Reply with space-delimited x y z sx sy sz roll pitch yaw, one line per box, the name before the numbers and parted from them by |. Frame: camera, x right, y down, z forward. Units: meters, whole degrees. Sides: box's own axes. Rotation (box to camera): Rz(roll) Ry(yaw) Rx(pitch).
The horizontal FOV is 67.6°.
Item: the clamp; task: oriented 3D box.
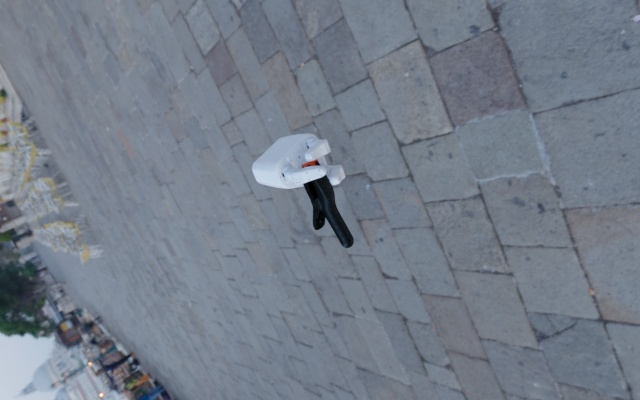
clamp | 0.000 0.003 0.883 0.039 0.171 0.120 -29 20 -28
